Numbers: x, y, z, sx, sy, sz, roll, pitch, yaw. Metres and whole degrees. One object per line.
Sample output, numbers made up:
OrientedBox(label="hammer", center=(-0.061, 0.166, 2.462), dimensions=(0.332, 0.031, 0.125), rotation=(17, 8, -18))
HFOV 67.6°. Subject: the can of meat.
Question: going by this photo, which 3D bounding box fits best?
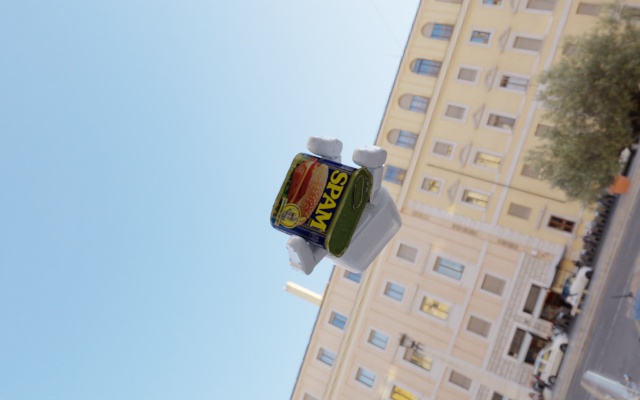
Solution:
OrientedBox(label="can of meat", center=(0.000, 0.002, 0.544), dimensions=(0.084, 0.102, 0.057), rotation=(19, -10, 27))
